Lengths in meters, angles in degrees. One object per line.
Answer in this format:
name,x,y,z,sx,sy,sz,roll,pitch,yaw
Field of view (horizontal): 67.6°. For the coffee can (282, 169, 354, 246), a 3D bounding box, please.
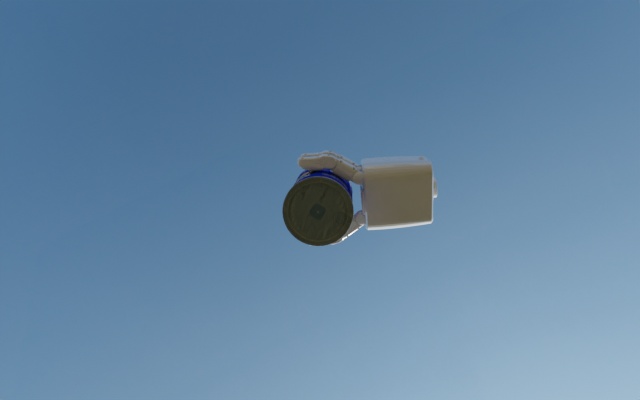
coffee can,0.000,0.003,0.750,0.103,0.103,0.140,0,12,3
